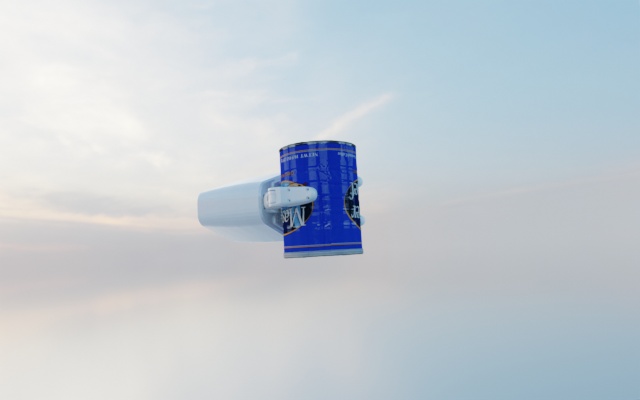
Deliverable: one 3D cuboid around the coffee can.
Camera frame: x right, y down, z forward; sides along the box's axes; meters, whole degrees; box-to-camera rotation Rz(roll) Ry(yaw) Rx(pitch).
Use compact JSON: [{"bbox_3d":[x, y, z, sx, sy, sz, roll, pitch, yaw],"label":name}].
[{"bbox_3d":[0.000,0.002,0.619,0.103,0.140,0.103,-3,-6,0],"label":"coffee can"}]
